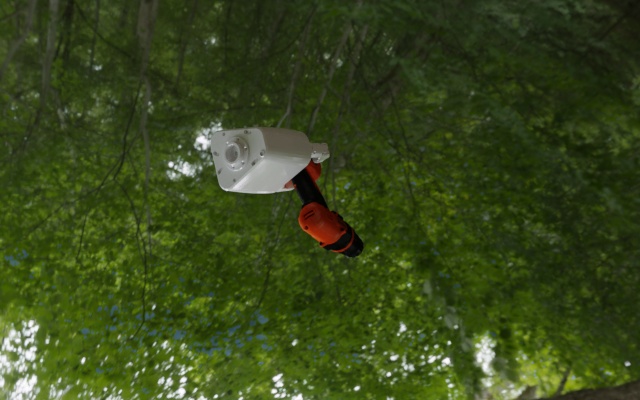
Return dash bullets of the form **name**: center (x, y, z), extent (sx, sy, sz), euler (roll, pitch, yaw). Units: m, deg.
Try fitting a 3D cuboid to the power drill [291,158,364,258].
- **power drill**: center (0.000, 0.002, 0.814), extent (0.057, 0.187, 0.184), euler (-34, -33, 10)
